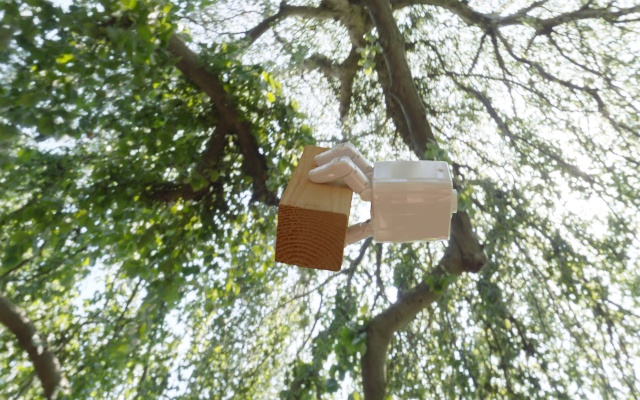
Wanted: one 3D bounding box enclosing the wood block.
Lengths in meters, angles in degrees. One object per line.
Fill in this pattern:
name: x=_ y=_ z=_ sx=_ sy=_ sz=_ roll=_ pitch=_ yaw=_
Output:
wood block: x=0.000 y=0.003 z=0.692 sx=0.090 sy=0.091 sz=0.206 roll=8 pitch=28 yaw=4
